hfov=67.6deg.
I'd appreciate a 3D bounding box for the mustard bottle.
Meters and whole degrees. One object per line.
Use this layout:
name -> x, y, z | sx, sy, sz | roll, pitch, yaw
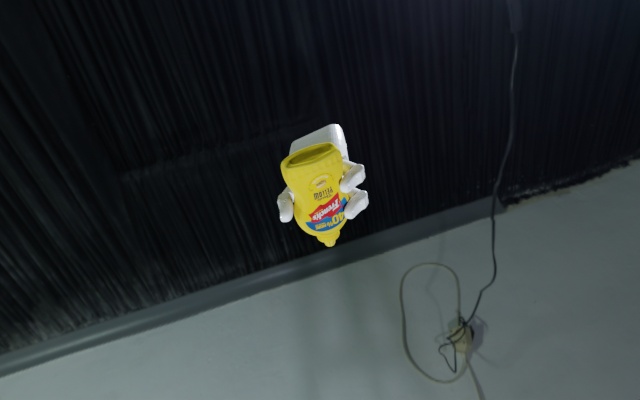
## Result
mustard bottle -> 0.000, 0.003, 0.801 | 0.096, 0.192, 0.058 | -24, 39, -14
